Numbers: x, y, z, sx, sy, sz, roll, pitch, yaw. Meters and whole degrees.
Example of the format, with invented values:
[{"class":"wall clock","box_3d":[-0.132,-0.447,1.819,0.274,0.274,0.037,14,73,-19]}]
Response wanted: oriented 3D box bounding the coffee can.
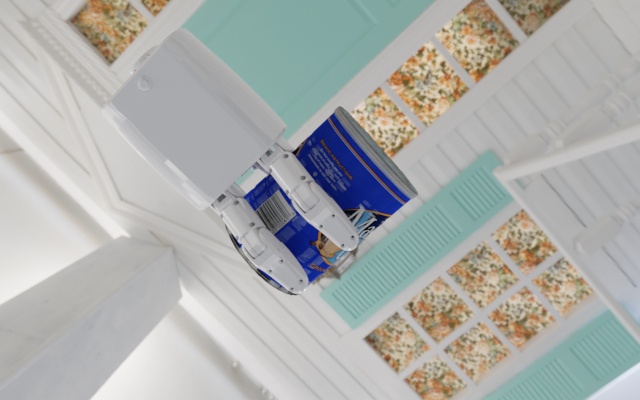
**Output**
[{"class":"coffee can","box_3d":[0.000,0.001,0.427,0.140,0.103,0.103,-42,-11,12]}]
